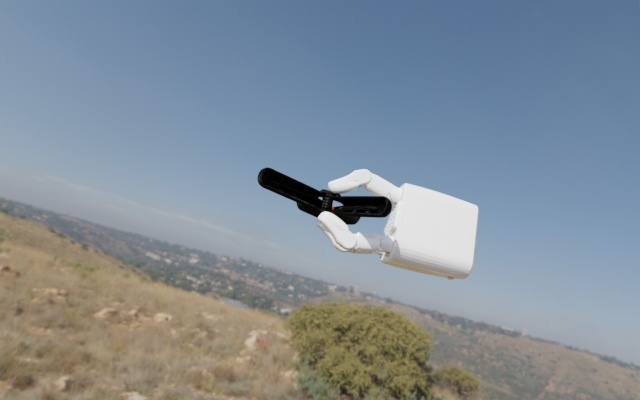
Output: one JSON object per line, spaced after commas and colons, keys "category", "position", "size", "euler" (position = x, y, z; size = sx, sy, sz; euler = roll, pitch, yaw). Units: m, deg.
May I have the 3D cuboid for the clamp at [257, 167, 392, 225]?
{"category": "clamp", "position": [0.001, 0.002, 0.654], "size": [0.164, 0.036, 0.210], "euler": [16, -9, 0]}
